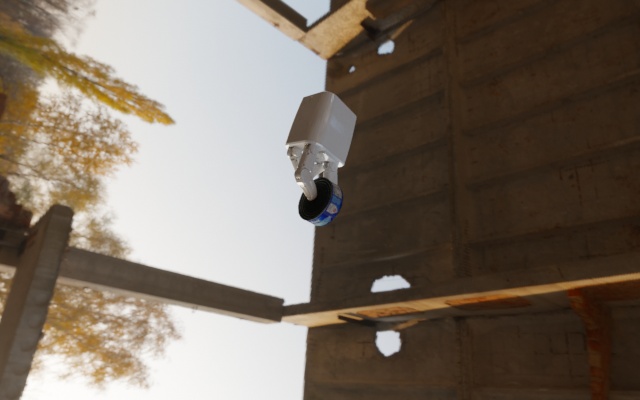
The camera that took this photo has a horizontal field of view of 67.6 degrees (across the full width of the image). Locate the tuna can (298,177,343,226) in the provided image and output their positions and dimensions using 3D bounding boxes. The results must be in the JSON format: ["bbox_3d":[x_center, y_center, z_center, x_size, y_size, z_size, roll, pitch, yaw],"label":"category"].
[{"bbox_3d":[0.001,0.003,0.866,0.034,0.086,0.086,30,-19,-36],"label":"tuna can"}]
